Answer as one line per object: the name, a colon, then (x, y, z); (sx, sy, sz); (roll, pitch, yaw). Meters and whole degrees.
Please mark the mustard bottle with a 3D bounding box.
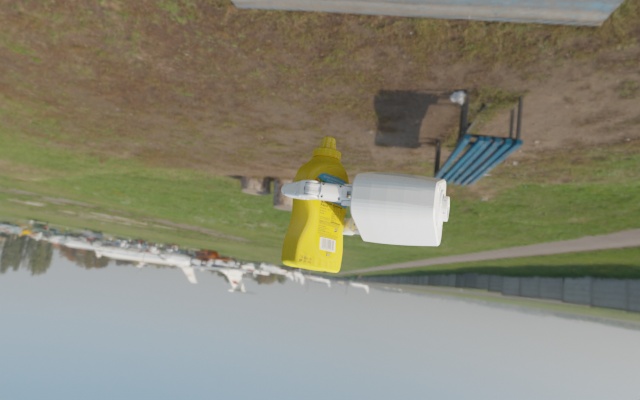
mustard bottle: (0.000, 0.002, 0.680); (0.058, 0.191, 0.096); (-1, -13, 43)
